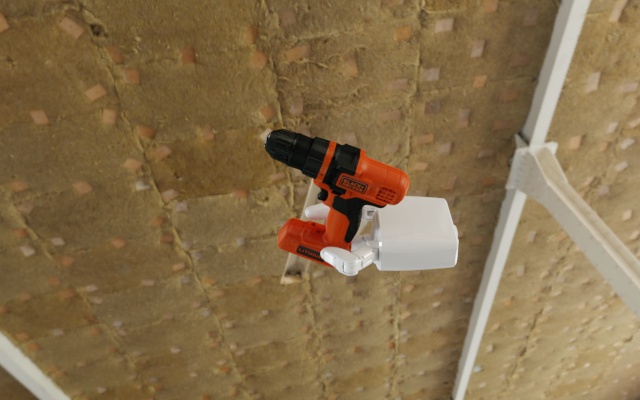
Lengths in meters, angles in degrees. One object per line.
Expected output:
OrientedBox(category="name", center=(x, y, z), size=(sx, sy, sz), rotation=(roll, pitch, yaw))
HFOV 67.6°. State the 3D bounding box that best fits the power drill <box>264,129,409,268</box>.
OrientedBox(category="power drill", center=(0.000, 0.002, 0.632), size=(0.184, 0.057, 0.188), rotation=(21, -44, -2))
